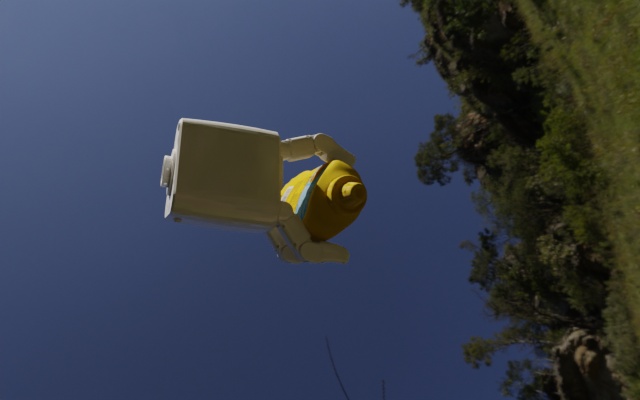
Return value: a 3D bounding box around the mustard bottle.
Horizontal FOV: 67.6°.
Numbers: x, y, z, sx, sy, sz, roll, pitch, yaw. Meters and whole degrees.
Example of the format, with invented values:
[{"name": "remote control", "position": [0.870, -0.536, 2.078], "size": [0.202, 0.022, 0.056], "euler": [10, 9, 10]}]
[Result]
[{"name": "mustard bottle", "position": [0.000, 0.002, 0.549], "size": [0.058, 0.096, 0.191], "euler": [32, -17, -16]}]
